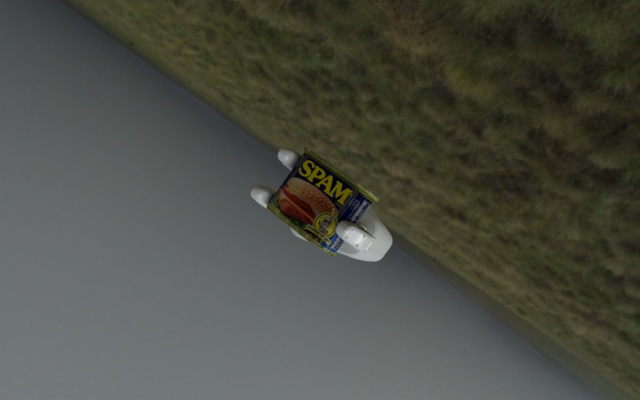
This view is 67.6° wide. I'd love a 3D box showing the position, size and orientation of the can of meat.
[{"bbox_3d":[0.000,0.002,0.550,0.102,0.084,0.057,37,2,22],"label":"can of meat"}]
